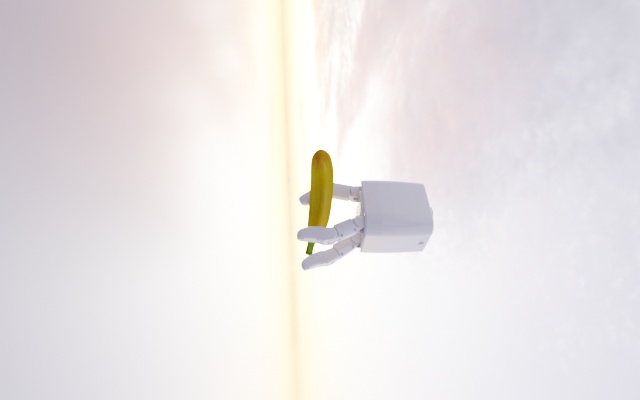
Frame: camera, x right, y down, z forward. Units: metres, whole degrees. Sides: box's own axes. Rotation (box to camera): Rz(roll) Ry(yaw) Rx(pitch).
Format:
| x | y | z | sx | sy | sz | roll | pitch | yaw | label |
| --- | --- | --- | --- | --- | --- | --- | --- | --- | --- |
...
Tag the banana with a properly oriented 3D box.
| x | y | z | sx | sy | sz | roll | pitch | yaw | label |
| --- | --- | --- | --- | --- | --- | --- | --- | --- | --- |
| 0.001 | -0.007 | 0.725 | 0.037 | 0.198 | 0.069 | 4 | 39 | 0 | banana |
